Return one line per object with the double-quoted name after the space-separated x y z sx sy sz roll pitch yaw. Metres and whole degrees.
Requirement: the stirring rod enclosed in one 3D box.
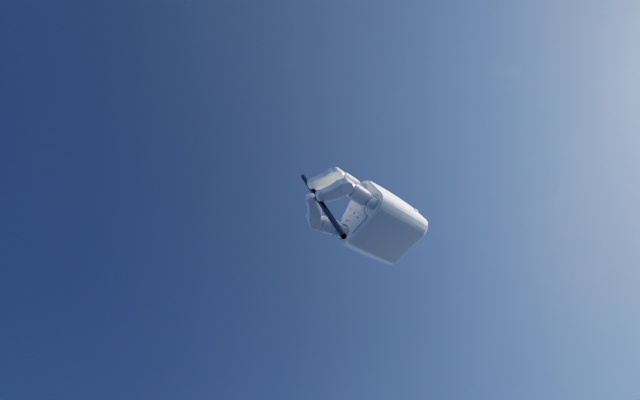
0.000 0.002 0.731 0.011 0.011 0.239 0 22 -16 "stirring rod"
